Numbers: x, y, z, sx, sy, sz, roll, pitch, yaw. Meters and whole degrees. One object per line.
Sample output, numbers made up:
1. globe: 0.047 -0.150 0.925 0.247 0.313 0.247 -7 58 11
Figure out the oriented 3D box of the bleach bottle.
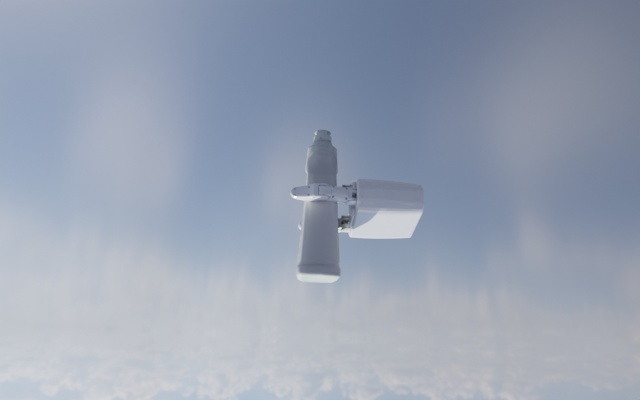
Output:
1. bleach bottle: 0.000 0.003 0.776 0.068 0.250 0.102 3 -16 -3
